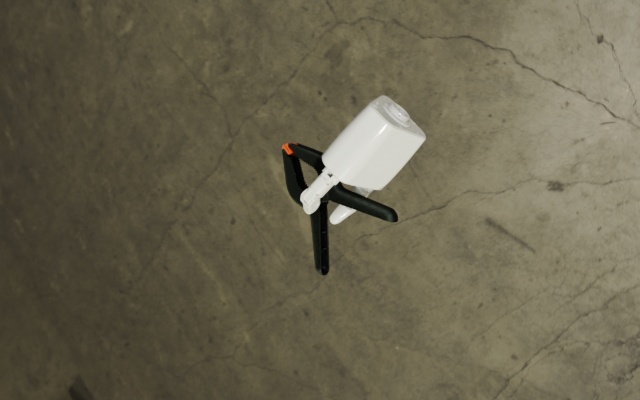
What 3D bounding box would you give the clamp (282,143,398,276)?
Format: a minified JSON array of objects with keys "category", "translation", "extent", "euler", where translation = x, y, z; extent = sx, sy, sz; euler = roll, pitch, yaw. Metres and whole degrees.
[{"category":"clamp","translation":[0.000,0.002,0.741],"extent":[0.165,0.210,0.036],"euler":[-48,-18,26]}]
